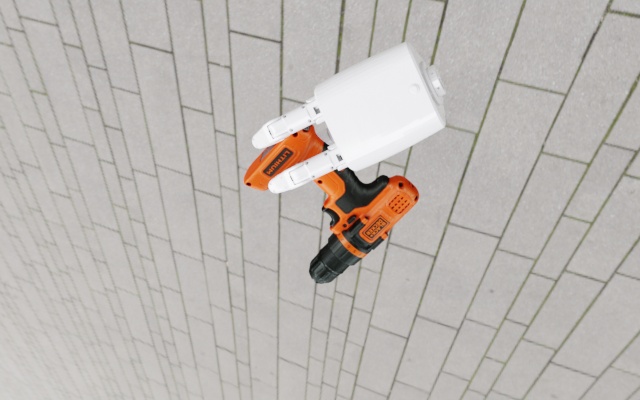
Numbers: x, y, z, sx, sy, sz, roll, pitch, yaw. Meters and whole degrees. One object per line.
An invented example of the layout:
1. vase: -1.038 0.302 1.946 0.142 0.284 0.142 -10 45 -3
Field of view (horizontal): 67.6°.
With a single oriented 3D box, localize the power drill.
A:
1. power drill: 0.000 0.002 0.595 0.188 0.184 0.057 38 18 -18
